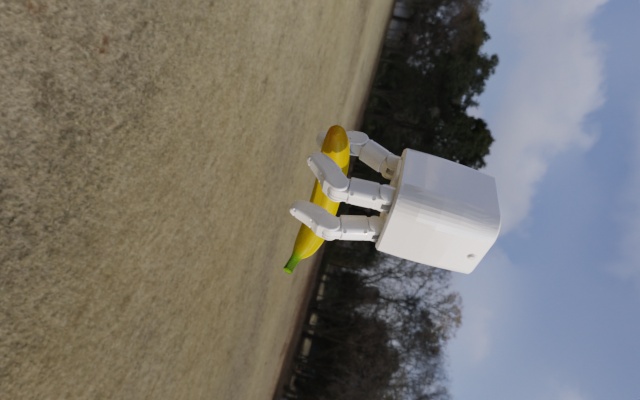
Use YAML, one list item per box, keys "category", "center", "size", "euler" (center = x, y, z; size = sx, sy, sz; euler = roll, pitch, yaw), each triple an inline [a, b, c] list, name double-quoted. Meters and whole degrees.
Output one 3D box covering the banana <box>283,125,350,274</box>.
- category: "banana"
  center: [0.004, -0.003, 0.561]
  size: [0.037, 0.198, 0.069]
  euler: [20, 28, 6]
